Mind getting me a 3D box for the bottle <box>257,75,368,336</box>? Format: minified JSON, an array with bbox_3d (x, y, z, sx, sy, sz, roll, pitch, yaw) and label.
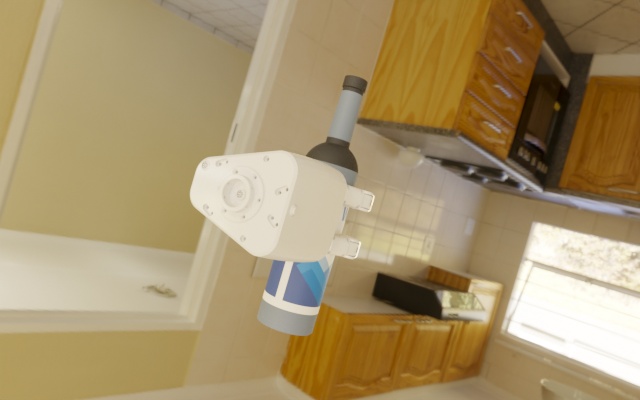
[{"bbox_3d":[0.000,0.002,0.549,0.069,0.295,0.069,16,0,0],"label":"bottle"}]
